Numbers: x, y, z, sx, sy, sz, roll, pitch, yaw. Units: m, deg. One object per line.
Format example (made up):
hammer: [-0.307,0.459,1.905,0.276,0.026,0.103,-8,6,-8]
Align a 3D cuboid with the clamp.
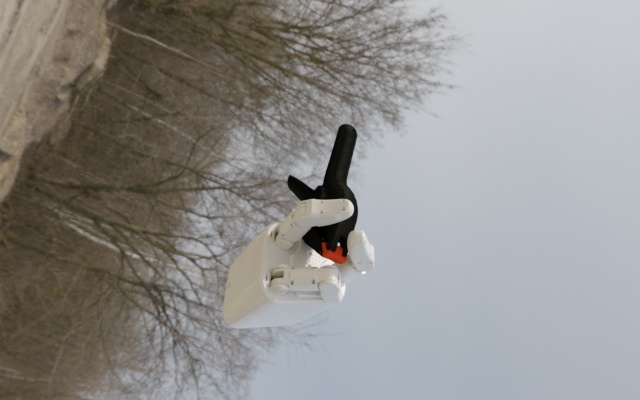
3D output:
clamp: [0.001,0.002,0.558,0.039,0.171,0.120,24,-41,-26]
